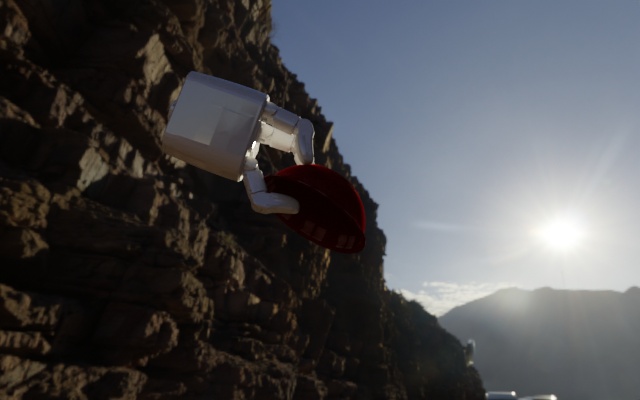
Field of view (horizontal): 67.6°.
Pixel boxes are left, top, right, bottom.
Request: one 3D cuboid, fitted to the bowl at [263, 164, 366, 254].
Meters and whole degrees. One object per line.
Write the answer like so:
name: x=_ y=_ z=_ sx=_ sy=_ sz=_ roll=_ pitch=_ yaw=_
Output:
bowl: x=0.001 y=0.003 z=0.635 sx=0.162 sy=0.055 sz=0.162 roll=28 pitch=-25 yaw=14
